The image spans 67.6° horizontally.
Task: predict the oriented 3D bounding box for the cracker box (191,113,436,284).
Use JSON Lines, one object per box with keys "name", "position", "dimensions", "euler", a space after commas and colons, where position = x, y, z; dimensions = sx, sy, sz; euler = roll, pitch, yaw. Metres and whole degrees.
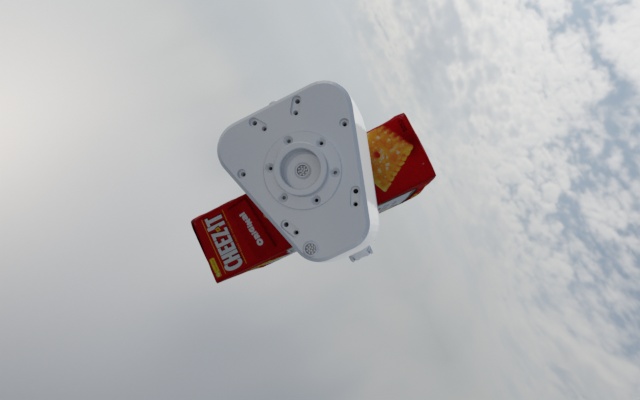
{"name": "cracker box", "position": [0.000, 0.002, 0.489], "dimensions": [0.214, 0.072, 0.164], "euler": [-26, -6, 6]}
